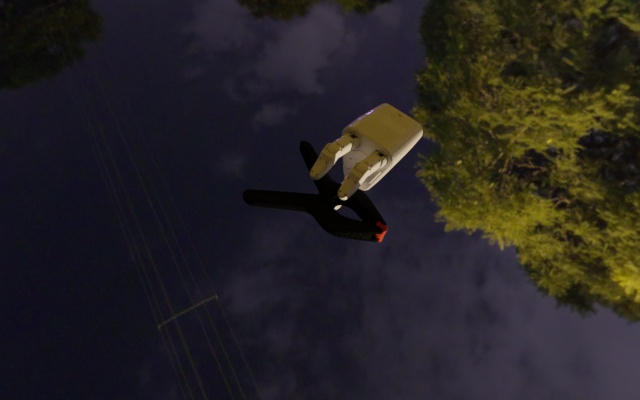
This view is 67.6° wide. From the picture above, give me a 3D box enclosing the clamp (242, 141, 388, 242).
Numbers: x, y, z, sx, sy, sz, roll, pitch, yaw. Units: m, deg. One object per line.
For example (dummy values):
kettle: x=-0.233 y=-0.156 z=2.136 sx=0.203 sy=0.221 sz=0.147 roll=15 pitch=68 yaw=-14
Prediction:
clamp: x=0.001 y=0.003 z=0.719 sx=0.210 sy=0.036 sz=0.164 roll=37 pitch=52 yaw=18
